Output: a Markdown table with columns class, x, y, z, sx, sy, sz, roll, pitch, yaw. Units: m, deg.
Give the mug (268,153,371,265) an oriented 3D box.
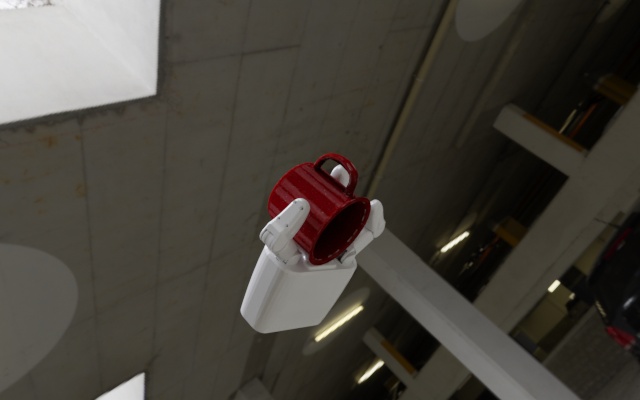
| class | x | y | z | sx | sy | sz | roll | pitch | yaw |
| --- | --- | --- | --- | --- | --- | --- | --- | --- | --- |
| mug | 0.000 | 0.000 | 0.527 | 0.081 | 0.117 | 0.093 | 41 | 32 | 26 |
